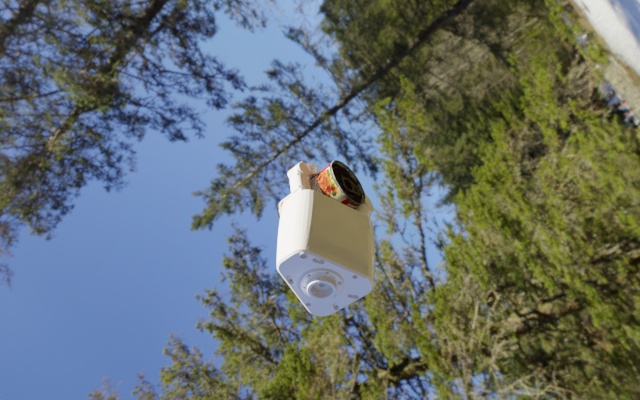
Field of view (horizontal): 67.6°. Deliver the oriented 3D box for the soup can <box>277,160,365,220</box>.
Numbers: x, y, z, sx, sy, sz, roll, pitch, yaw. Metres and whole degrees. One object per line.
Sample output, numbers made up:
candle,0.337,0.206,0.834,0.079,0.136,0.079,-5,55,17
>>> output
soup can,0.000,0.002,0.643,0.102,0.068,0.068,-36,-17,26
